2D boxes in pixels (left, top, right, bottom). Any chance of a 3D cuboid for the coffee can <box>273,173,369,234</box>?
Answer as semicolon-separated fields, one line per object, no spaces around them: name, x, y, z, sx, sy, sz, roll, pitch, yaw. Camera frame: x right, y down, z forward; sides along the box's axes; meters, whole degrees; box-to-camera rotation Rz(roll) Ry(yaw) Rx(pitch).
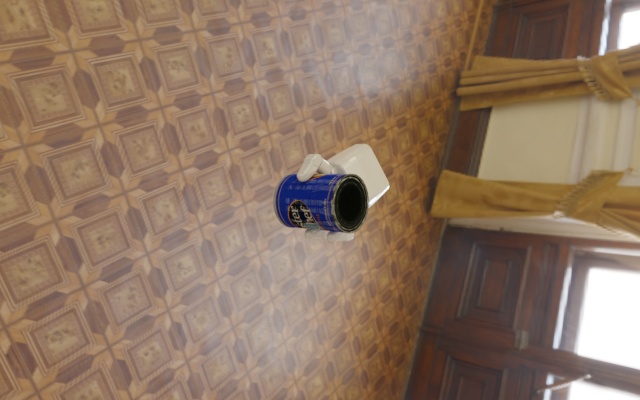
coffee can;0.000;0.003;0.852;0.140;0.103;0.103;3;2;41
